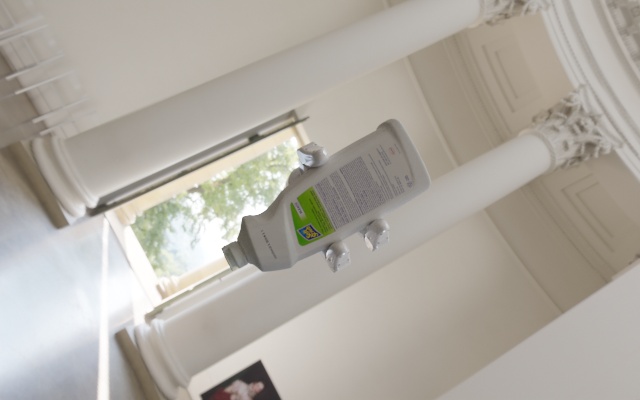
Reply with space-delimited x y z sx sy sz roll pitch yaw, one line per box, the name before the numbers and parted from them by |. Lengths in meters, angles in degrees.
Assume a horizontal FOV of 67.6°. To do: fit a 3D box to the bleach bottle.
bleach bottle | 0.000 0.002 0.556 0.251 0.102 0.068 -27 -2 -14
